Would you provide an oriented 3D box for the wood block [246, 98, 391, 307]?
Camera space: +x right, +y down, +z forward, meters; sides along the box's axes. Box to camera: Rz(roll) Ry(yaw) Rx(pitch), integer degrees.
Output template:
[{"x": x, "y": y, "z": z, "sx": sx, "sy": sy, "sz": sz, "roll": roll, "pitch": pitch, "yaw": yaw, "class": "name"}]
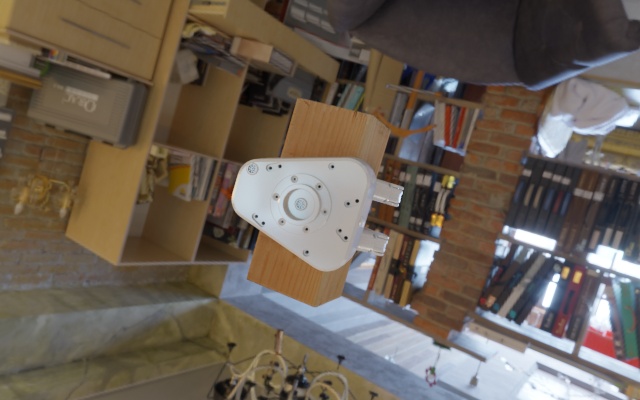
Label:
[{"x": 0.000, "y": 0.002, "z": 0.542, "sx": 0.091, "sy": 0.206, "sz": 0.090, "roll": 18, "pitch": 4, "yaw": 20, "class": "wood block"}]
